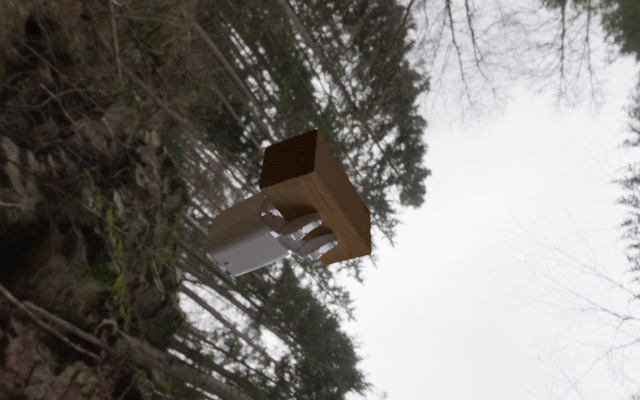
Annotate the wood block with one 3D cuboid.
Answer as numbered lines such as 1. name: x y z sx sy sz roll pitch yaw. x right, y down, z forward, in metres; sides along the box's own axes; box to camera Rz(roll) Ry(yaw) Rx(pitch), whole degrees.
1. wood block: 0.000 0.002 0.743 0.090 0.090 0.206 -17 -45 21
